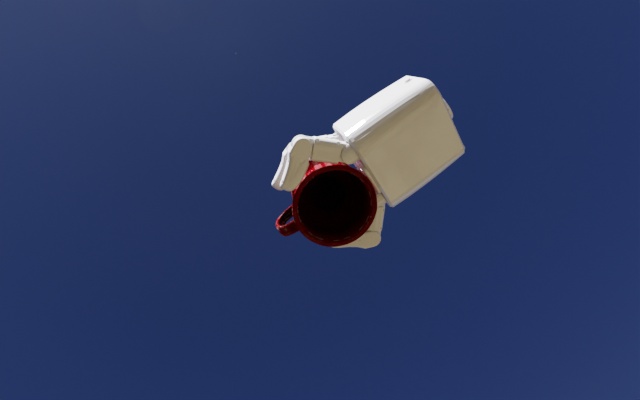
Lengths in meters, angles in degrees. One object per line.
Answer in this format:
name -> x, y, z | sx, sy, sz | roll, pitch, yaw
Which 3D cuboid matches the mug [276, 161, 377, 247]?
mug -> -0.001, 0.003, 0.549 | 0.117, 0.093, 0.081 | -35, 20, 3
